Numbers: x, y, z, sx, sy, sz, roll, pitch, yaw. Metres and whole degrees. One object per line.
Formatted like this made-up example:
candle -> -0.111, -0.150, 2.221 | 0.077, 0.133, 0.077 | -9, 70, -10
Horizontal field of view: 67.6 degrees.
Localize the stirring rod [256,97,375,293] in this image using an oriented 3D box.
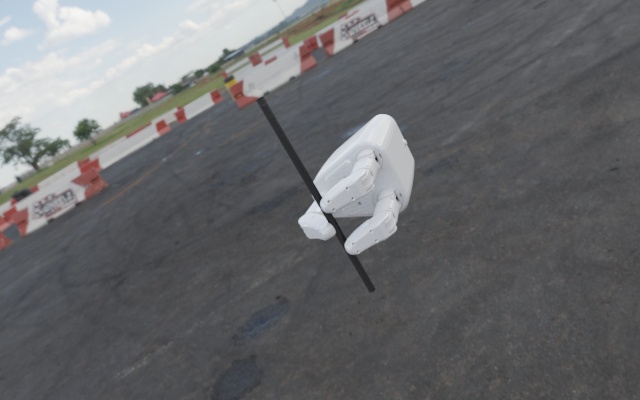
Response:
stirring rod -> 0.000, 0.002, 0.491 | 0.011, 0.240, 0.011 | -27, 20, 10
